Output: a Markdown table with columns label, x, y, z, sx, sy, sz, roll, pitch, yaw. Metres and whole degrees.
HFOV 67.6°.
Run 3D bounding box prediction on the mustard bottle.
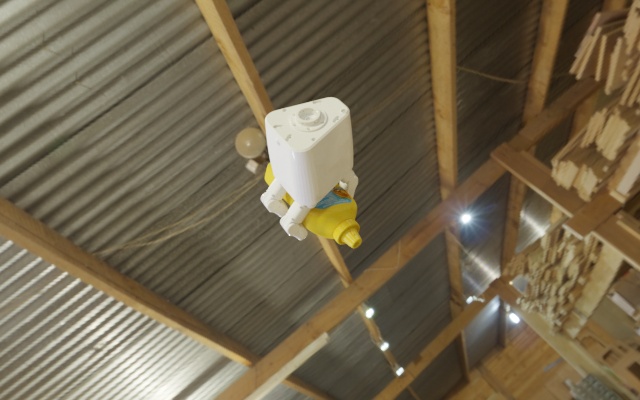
| label | x | y | z | sx | sy | sz | roll | pitch | yaw |
| --- | --- | --- | --- | --- | --- | --- | --- | --- | --- |
| mustard bottle | 0.000 | 0.002 | 0.737 | 0.096 | 0.058 | 0.191 | -12 | 46 | -37 |
